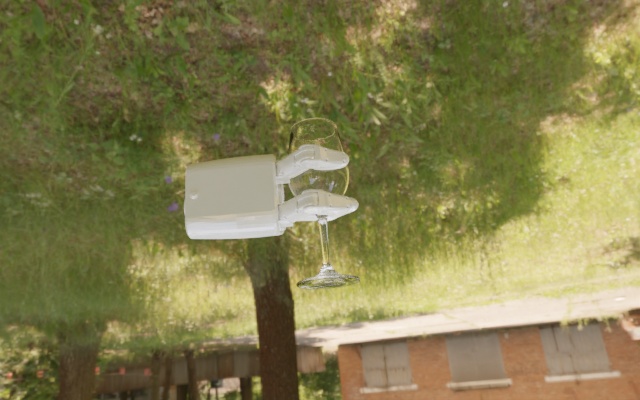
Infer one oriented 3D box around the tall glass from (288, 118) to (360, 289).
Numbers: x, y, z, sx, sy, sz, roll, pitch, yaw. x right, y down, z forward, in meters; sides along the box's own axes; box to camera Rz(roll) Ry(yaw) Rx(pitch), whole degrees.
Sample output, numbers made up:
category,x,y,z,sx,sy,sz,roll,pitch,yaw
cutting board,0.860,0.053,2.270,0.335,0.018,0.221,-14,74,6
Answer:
category,x,y,z,sx,sy,sz,roll,pitch,yaw
tall glass,0.000,0.003,0.582,0.079,0.201,0.079,-4,-20,-2
